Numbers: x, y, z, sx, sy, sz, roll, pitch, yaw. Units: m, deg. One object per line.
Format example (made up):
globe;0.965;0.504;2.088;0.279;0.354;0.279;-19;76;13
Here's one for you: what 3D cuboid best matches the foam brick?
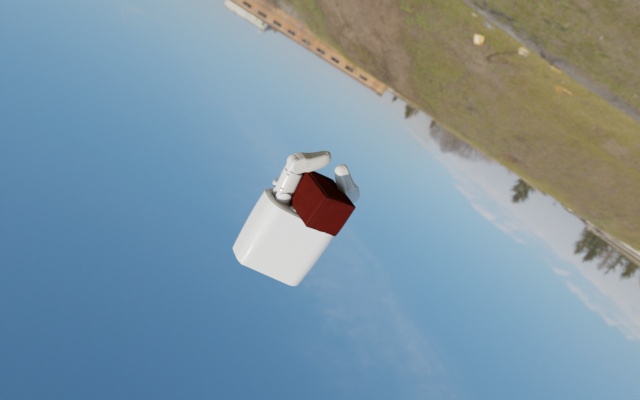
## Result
foam brick;0.000;0.002;0.641;0.053;0.051;0.078;22;20;-35
